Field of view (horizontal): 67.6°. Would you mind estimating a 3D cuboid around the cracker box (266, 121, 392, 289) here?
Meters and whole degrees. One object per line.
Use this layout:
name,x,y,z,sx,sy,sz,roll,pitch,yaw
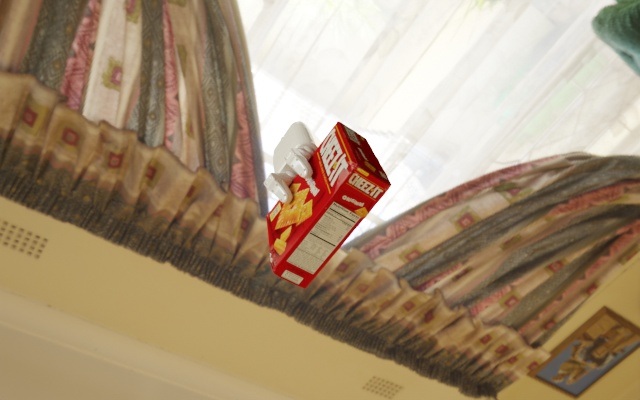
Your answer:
cracker box,0.000,0.003,0.742,0.072,0.214,0.164,28,22,-23
